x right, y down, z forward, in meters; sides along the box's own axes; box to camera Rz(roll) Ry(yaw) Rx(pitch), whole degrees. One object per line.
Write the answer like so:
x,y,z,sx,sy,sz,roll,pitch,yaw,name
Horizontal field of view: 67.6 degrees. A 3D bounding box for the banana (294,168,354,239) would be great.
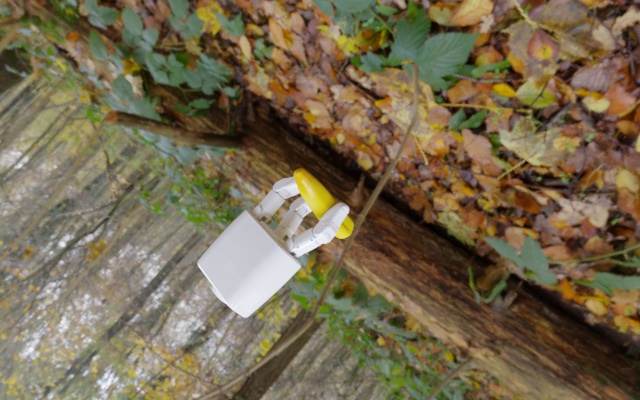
0.012,0.016,0.698,0.037,0.069,0.198,-41,-26,1,banana
